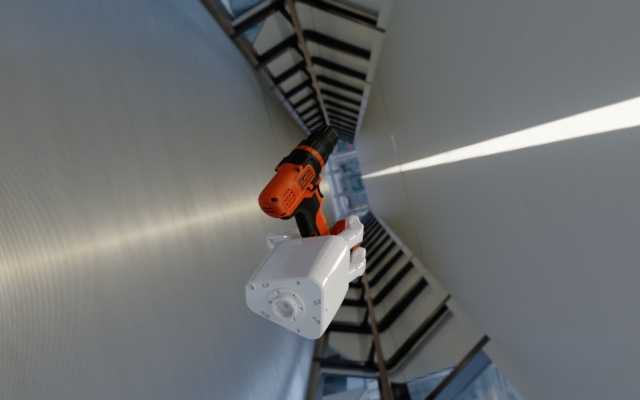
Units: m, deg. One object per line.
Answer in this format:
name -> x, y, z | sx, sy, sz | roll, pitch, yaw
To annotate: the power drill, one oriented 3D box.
power drill -> 0.000, 0.003, 0.724 | 0.057, 0.188, 0.184 | 1, 42, 41
